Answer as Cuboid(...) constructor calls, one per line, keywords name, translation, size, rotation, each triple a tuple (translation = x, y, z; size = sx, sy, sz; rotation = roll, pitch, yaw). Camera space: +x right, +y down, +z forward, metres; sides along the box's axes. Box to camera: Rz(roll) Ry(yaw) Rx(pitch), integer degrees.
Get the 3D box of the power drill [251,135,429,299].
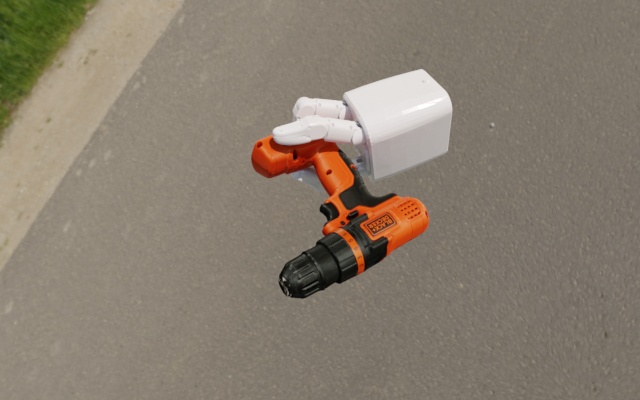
Cuboid(name="power drill", translation=(0.000, 0.001, 0.532), size=(0.184, 0.187, 0.057), rotation=(-25, -27, -26))
